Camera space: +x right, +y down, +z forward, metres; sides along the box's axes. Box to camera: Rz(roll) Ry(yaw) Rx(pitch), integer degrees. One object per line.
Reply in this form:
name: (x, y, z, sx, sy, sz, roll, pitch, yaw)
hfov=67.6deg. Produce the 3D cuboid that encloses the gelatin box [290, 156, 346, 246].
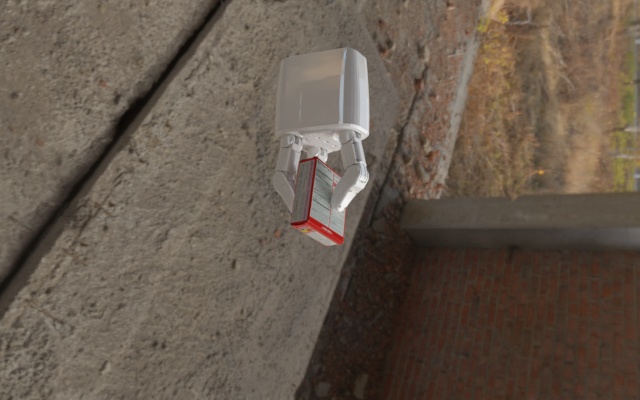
gelatin box: (0.000, 0.002, 0.582, 0.030, 0.089, 0.073, -13, -31, 33)
